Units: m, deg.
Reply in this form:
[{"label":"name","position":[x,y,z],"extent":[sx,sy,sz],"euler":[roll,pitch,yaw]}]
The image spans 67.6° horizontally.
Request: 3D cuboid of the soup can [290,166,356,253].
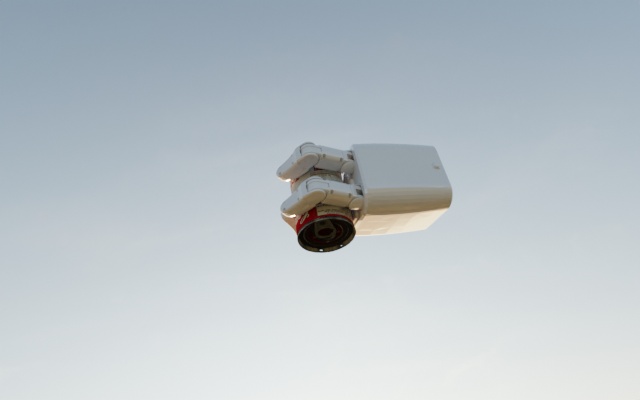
[{"label":"soup can","position":[0.000,0.002,0.573],"extent":[0.068,0.102,0.069],"euler":[-6,-38,-5]}]
